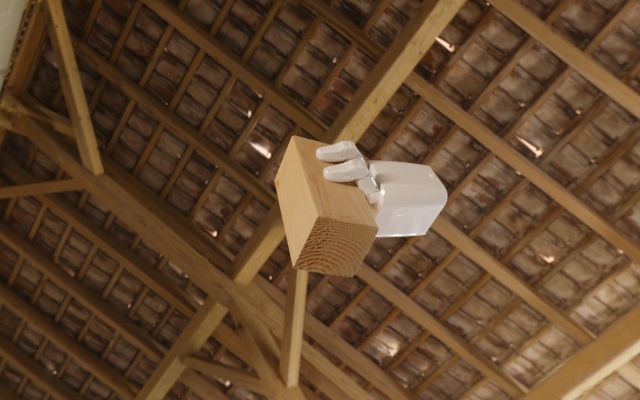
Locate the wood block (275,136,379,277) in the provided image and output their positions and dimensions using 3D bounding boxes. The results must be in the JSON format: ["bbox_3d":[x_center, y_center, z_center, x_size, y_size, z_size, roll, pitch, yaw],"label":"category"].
[{"bbox_3d":[0.000,0.002,0.689,0.090,0.091,0.206,12,32,-21],"label":"wood block"}]
